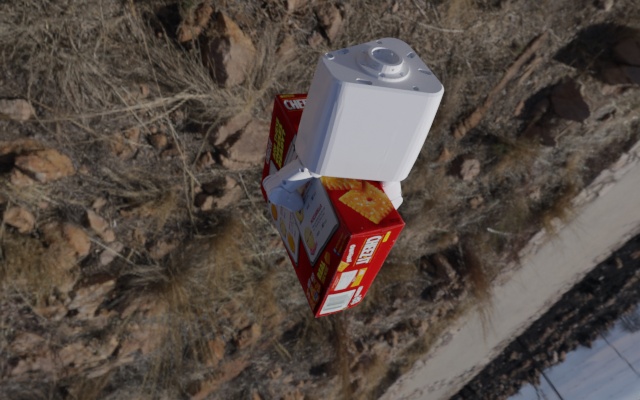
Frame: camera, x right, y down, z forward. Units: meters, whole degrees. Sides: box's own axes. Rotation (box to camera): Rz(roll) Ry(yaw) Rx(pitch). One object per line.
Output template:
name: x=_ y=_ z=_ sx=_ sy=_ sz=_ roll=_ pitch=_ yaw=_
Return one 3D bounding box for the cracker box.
cracker box: x=0.000 y=0.002 z=0.567 sx=0.072 sy=0.213 sz=0.164 roll=-10 pitch=-38 yaw=-23
